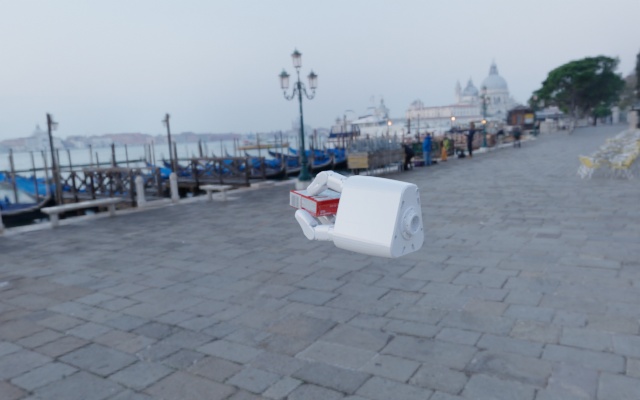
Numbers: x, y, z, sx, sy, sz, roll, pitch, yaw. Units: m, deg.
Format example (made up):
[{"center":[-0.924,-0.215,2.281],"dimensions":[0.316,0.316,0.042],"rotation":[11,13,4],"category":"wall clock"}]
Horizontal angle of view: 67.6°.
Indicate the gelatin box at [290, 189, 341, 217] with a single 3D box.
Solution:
[{"center":[0.000,0.002,0.822],"dimensions":[0.073,0.030,0.089],"rotation":[-6,16,-35],"category":"gelatin box"}]
